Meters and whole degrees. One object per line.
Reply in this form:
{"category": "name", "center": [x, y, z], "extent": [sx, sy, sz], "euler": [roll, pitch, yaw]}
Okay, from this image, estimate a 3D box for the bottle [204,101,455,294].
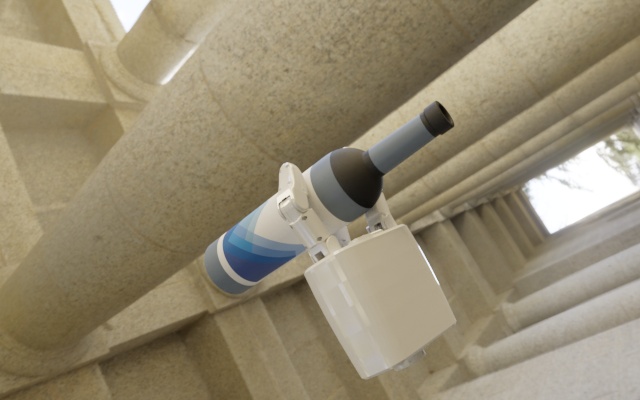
{"category": "bottle", "center": [0.000, 0.002, 0.472], "extent": [0.296, 0.069, 0.069], "euler": [-35, -19, 29]}
